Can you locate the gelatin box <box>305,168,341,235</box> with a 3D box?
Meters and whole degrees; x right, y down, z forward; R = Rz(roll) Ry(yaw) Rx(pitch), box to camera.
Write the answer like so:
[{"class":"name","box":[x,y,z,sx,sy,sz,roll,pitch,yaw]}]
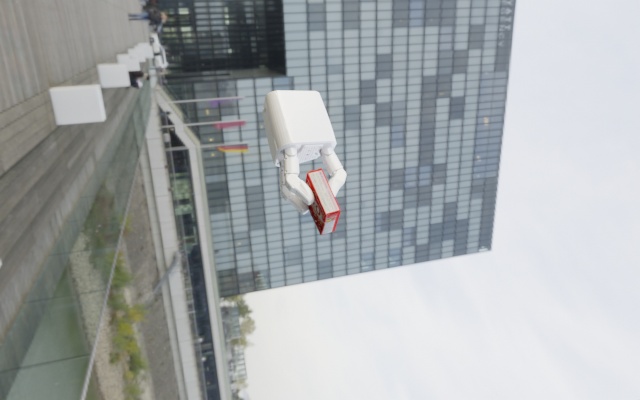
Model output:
[{"class":"gelatin box","box":[0.001,0.003,0.803,0.030,0.089,0.073,-16,-27,-17]}]
